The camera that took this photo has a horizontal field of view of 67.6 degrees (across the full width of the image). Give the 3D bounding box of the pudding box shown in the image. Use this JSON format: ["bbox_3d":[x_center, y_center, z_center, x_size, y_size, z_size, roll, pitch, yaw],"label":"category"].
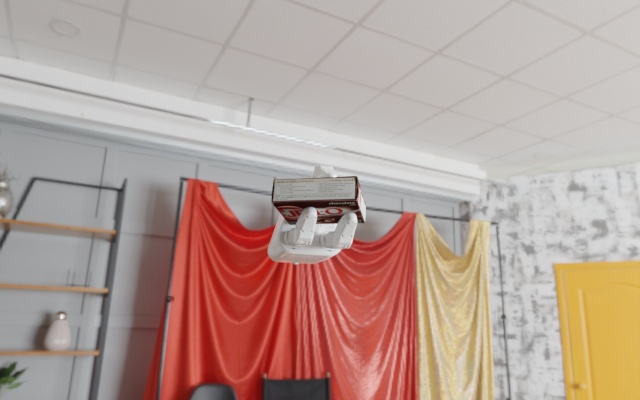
[{"bbox_3d":[0.000,0.002,0.637,0.113,0.039,0.090,-4,-21,11],"label":"pudding box"}]
